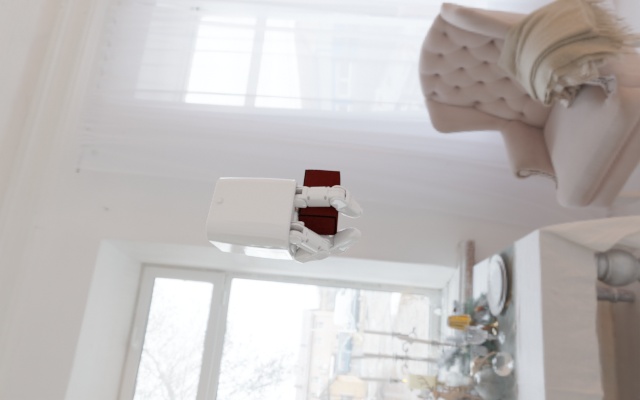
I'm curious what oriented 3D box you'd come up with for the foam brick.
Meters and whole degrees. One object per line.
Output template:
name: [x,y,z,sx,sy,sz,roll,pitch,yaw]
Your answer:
foam brick: [0.000,0.002,0.664,0.051,0.078,0.053,4,-33,4]
